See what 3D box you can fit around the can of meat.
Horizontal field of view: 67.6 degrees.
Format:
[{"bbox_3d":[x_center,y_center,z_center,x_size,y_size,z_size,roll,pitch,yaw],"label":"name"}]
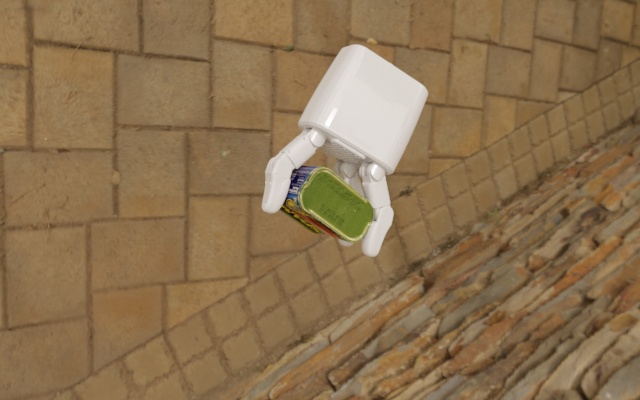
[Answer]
[{"bbox_3d":[0.000,0.002,0.539,0.102,0.057,0.084,36,-12,-28],"label":"can of meat"}]
